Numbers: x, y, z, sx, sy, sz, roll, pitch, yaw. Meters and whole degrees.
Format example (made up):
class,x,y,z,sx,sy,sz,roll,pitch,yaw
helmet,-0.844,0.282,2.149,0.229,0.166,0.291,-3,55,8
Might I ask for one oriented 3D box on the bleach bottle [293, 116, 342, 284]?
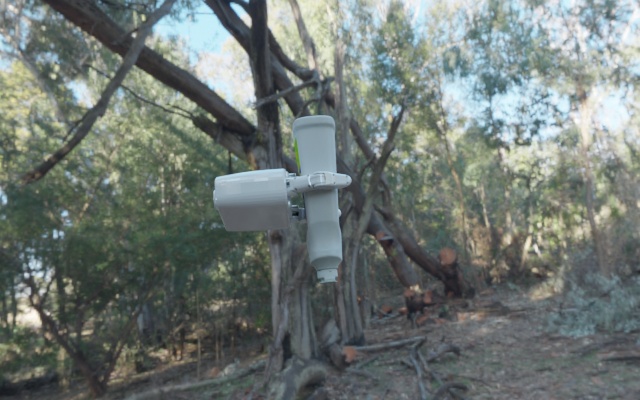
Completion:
class,x,y,z,sx,sy,sz,roll,pitch,yaw
bleach bottle,0.000,0.002,0.749,0.068,0.250,0.102,-5,-13,-3
